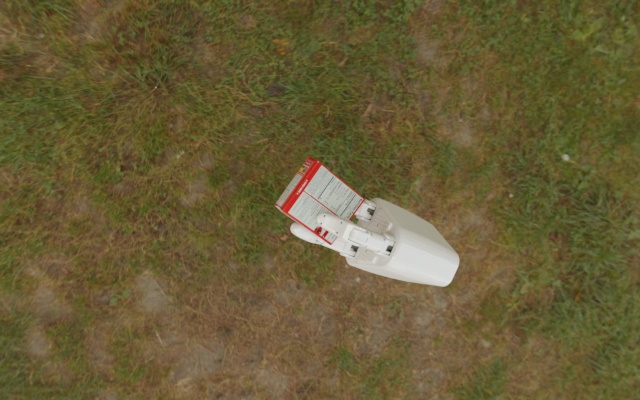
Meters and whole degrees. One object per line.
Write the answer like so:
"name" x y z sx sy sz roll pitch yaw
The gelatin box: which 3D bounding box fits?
"gelatin box" 0.000 0.002 0.584 0.089 0.073 0.030 37 -3 -31
